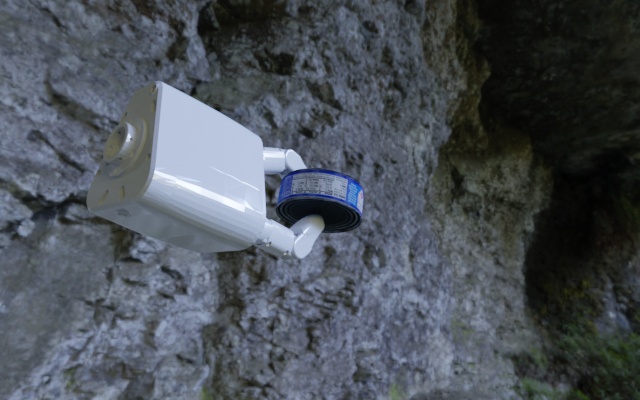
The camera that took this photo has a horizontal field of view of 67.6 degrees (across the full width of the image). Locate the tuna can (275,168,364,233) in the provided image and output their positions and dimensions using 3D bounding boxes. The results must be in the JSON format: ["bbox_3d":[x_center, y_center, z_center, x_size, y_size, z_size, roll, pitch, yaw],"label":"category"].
[{"bbox_3d":[0.000,0.001,0.475,0.086,0.033,0.086,7,-24,3],"label":"tuna can"}]
